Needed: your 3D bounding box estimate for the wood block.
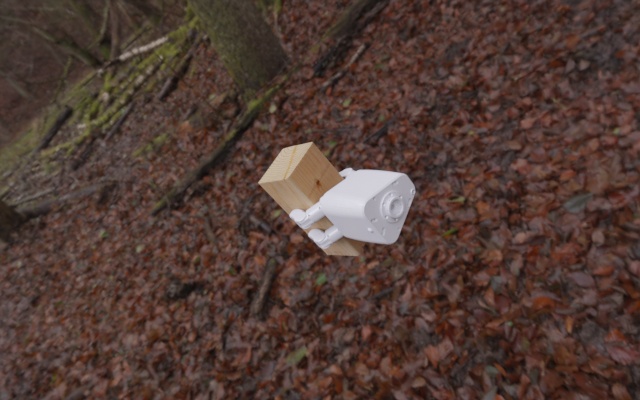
[{"bbox_3d":[0.000,0.003,0.869,0.090,0.090,0.206,-5,-46,49],"label":"wood block"}]
